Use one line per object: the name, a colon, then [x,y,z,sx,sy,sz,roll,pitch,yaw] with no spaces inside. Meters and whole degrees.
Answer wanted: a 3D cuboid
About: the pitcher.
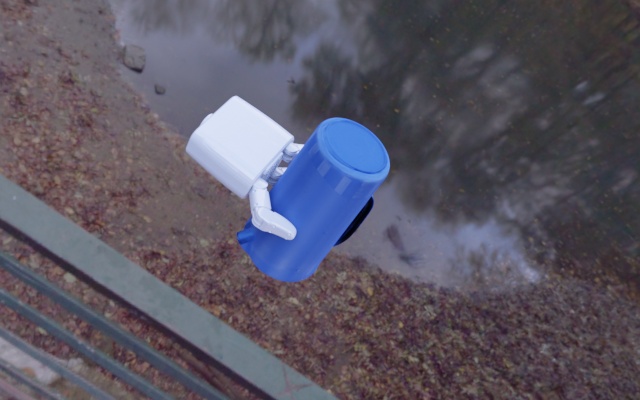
pitcher: [0.000,0.002,0.684,0.243,0.145,0.149,-52,-1,42]
